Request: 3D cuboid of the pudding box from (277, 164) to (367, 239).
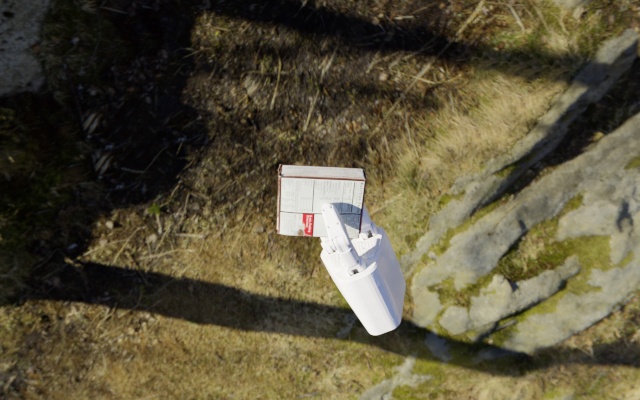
[{"bbox_3d":[0.000,0.002,0.625,0.113,0.090,0.039,2,27,-4],"label":"pudding box"}]
